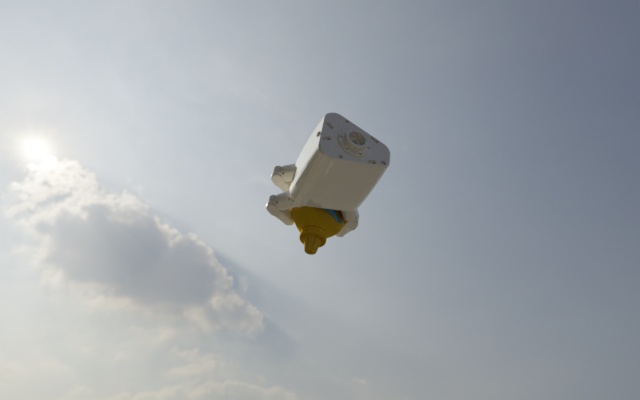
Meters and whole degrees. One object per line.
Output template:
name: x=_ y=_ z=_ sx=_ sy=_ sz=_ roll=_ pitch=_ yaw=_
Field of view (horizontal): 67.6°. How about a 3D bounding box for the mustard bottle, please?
mustard bottle: x=0.000 y=0.002 z=0.757 sx=0.058 sy=0.191 sz=0.096 roll=-26 pitch=-52 yaw=36
